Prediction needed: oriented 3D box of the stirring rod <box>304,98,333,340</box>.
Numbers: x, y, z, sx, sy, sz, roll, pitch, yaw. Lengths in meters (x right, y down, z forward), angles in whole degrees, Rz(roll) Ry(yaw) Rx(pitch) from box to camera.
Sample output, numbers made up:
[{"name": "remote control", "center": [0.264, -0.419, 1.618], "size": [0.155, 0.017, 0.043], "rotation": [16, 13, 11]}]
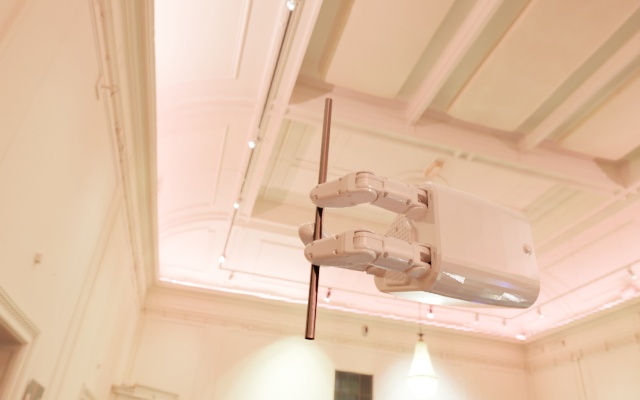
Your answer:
[{"name": "stirring rod", "center": [0.000, 0.002, 0.420], "size": [0.011, 0.239, 0.011], "rotation": [3, -31, 2]}]
